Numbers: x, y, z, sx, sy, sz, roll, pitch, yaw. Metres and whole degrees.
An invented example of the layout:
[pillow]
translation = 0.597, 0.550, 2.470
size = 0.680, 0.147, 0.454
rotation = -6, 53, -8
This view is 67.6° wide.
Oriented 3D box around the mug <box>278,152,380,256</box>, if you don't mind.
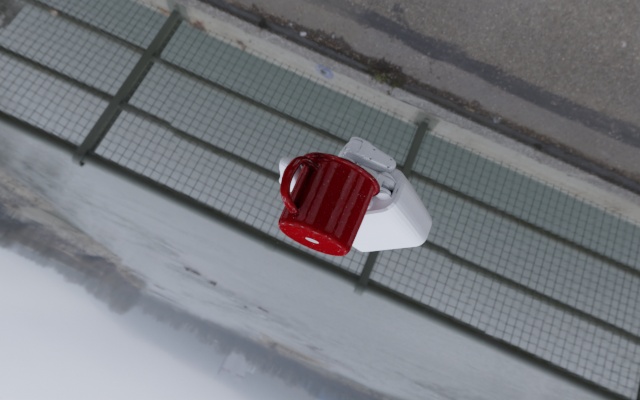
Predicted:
[mug]
translation = -0.001, 0.001, 0.500
size = 0.093, 0.081, 0.117
rotation = 8, -24, 40
